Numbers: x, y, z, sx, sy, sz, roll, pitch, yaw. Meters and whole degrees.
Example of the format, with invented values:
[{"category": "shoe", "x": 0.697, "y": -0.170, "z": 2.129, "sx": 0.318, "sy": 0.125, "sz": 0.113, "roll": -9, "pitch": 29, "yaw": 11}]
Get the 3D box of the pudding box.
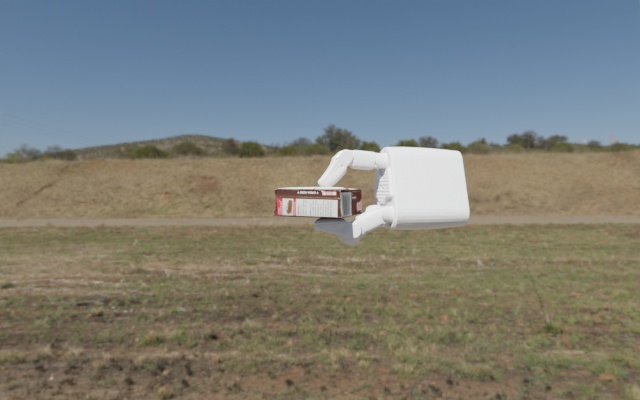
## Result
[{"category": "pudding box", "x": 0.000, "y": 0.002, "z": 0.635, "sx": 0.090, "sy": 0.039, "sz": 0.113, "roll": 1, "pitch": 0, "yaw": 18}]
